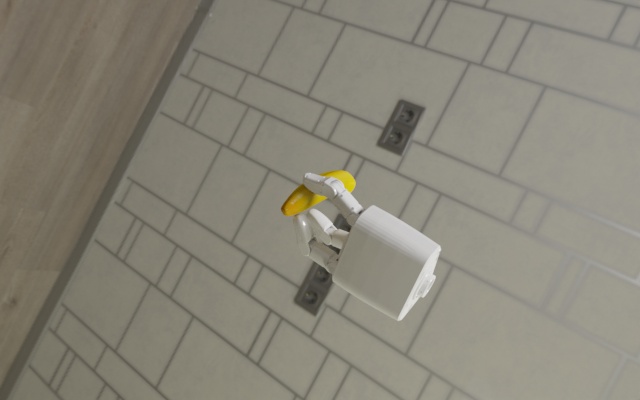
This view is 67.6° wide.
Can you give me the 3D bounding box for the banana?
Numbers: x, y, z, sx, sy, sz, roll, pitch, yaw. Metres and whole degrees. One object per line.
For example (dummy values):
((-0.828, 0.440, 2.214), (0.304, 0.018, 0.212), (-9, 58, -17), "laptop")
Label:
((0.010, -0.014, 0.718), (0.037, 0.070, 0.198), (33, 17, 20), "banana")
